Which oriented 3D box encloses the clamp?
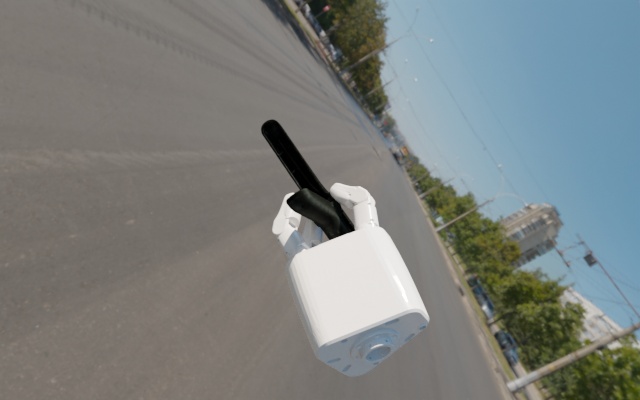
[{"bbox_3d":[0.001,0.002,0.577,0.036,0.164,0.210,-33,-44,8],"label":"clamp"}]
